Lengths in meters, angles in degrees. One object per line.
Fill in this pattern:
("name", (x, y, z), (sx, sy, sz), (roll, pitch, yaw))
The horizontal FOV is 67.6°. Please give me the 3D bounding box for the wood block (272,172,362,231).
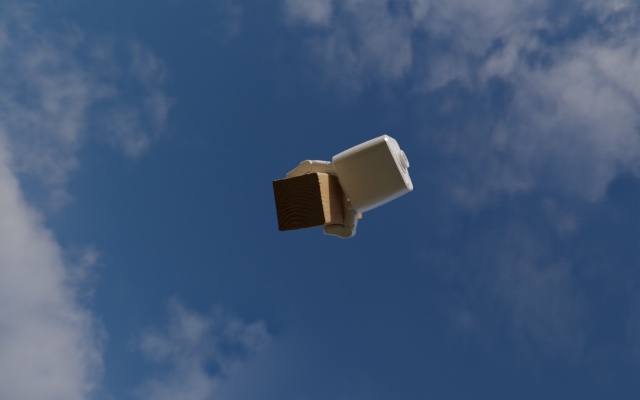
("wood block", (0.001, 0.003, 0.899), (0.090, 0.091, 0.206), (-10, -4, 22))
